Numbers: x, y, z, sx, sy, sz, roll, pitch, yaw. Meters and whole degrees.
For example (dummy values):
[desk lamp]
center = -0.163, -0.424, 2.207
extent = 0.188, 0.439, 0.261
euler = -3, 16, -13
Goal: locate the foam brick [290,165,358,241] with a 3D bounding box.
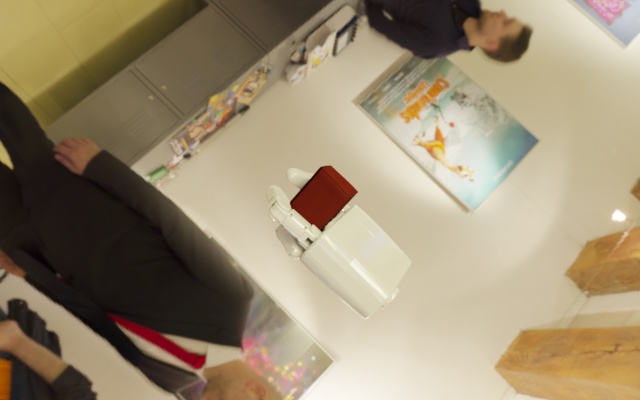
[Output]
[foam brick]
center = 0.000, 0.002, 0.587
extent = 0.051, 0.078, 0.053
euler = 44, 17, 6
